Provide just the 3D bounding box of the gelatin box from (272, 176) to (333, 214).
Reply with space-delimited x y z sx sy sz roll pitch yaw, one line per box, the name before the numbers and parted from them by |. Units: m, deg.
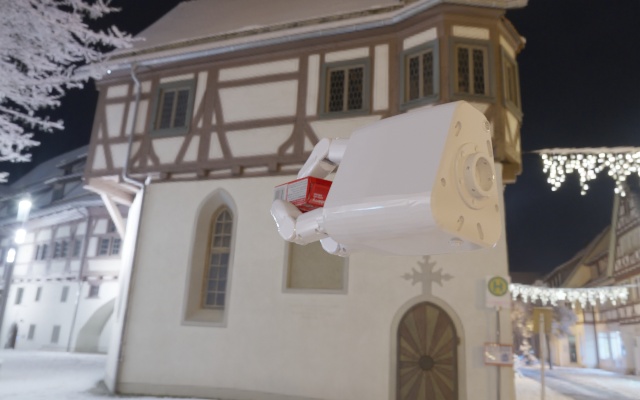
gelatin box | 0.000 0.001 0.492 0.073 0.030 0.089 13 -11 -27
